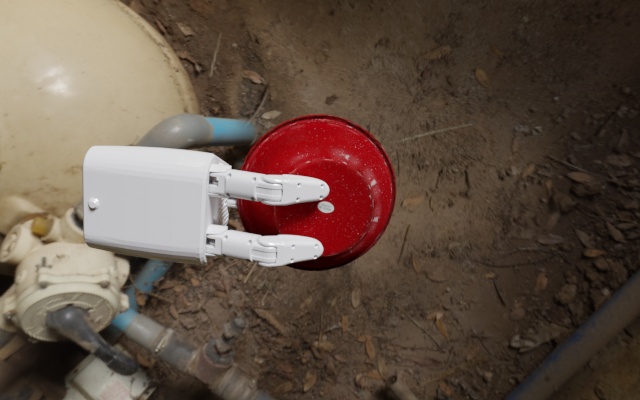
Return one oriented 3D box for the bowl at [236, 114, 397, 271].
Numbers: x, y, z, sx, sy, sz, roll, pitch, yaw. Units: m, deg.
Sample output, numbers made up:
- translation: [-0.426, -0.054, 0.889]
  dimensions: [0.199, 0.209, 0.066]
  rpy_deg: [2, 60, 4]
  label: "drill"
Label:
- translation: [0.001, 0.001, 0.455]
  dimensions: [0.162, 0.162, 0.055]
  rpy_deg: [0, 14, -7]
  label: "bowl"
